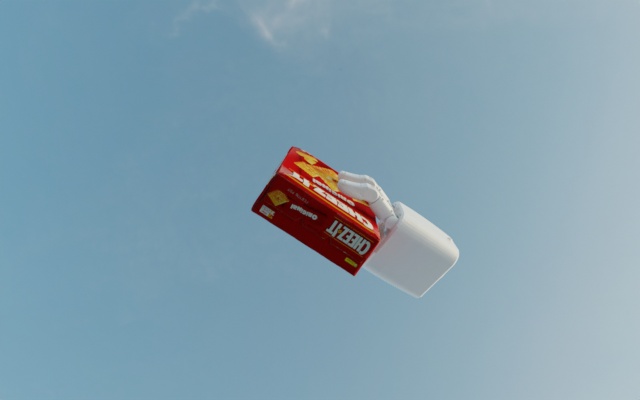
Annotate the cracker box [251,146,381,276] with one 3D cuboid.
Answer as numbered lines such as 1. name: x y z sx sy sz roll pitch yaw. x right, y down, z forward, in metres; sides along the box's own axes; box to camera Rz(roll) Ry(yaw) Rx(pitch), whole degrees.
1. cracker box: 0.000 0.002 0.709 0.164 0.072 0.213 33 14 -7
